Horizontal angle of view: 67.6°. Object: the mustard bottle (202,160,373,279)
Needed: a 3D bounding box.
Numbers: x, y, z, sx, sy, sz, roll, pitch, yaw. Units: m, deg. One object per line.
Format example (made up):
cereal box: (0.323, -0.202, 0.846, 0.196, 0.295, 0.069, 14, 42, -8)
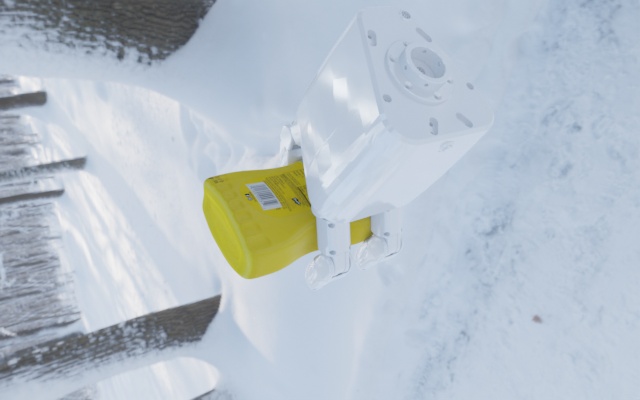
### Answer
mustard bottle: (0.000, 0.002, 0.428, 0.191, 0.058, 0.096, -15, 47, -30)
